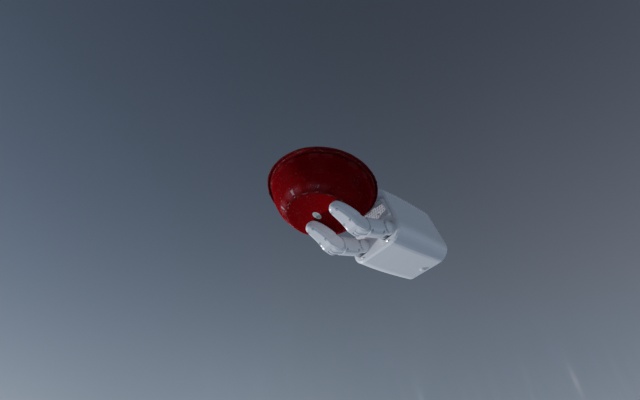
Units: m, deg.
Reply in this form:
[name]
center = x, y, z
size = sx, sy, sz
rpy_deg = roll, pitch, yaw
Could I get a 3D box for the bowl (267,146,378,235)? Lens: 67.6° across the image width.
[bowl]
center = -0.001, 0.002, 0.678
size = 0.162, 0.055, 0.162
rpy_deg = 4, -44, 4
